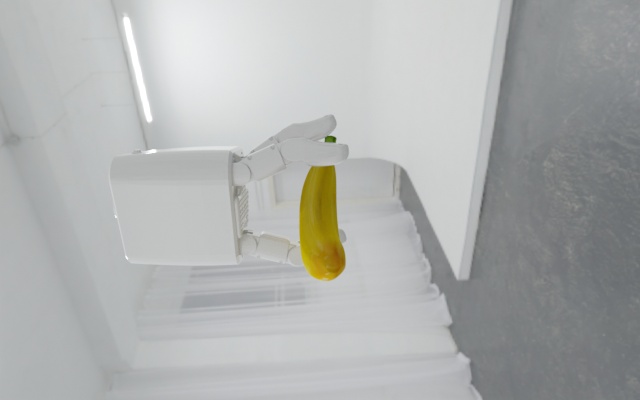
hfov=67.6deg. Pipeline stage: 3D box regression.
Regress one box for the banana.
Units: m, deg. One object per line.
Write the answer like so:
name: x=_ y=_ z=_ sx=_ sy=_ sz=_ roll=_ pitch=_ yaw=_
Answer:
banana: x=-0.001 y=0.015 z=0.420 sx=0.037 sy=0.070 sz=0.197 roll=1 pitch=34 yaw=-2
